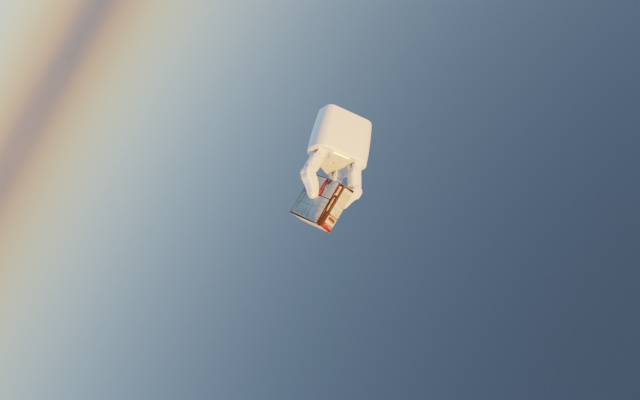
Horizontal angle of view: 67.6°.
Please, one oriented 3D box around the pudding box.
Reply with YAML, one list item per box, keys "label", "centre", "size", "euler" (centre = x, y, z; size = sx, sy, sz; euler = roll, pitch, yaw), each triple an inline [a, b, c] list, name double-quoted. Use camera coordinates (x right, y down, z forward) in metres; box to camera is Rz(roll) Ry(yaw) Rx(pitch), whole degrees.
- label: "pudding box"
  centre: [0.000, 0.003, 0.892]
  size: [0.039, 0.090, 0.113]
  euler: [33, -6, -29]
